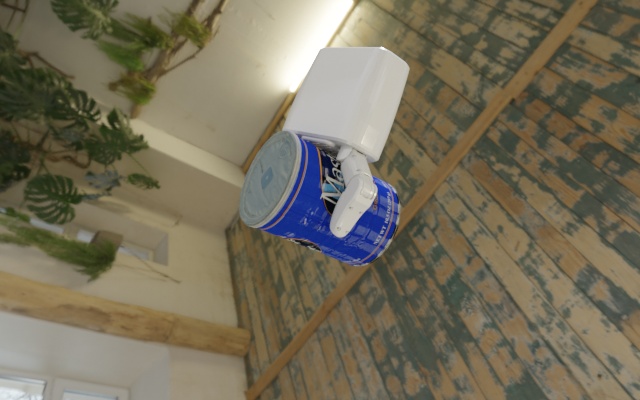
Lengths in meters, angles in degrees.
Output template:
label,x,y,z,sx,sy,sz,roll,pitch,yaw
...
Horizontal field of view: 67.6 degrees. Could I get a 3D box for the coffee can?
label,x,y,z,sx,sy,sz,roll,pitch,yaw
coffee can,0.000,0.002,0.509,0.140,0.102,0.103,25,-13,-31
